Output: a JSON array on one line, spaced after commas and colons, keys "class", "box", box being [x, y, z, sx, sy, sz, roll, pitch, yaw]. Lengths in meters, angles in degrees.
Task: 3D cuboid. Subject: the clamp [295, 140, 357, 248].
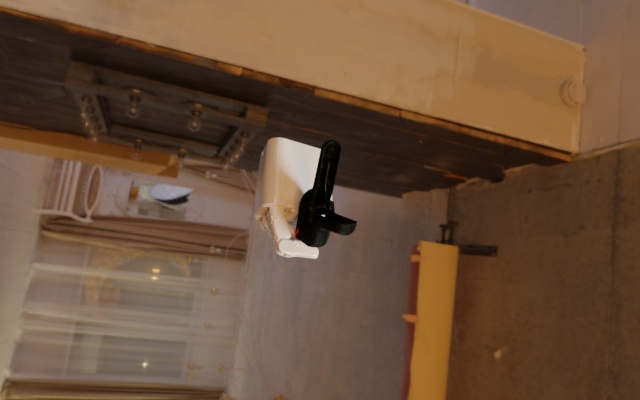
[{"class": "clamp", "box": [0.001, 0.002, 0.619, 0.039, 0.120, 0.171, 6, -19, -20]}]
